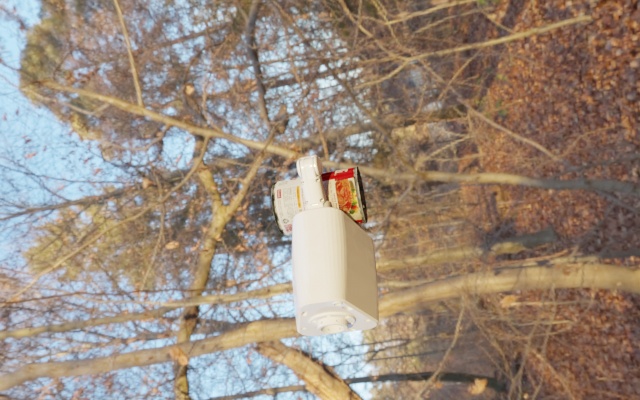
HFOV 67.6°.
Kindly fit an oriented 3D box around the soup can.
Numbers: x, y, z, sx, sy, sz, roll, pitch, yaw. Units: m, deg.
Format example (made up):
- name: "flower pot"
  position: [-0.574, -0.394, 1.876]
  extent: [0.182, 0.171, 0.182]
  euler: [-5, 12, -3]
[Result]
- name: "soup can"
  position: [0.000, 0.001, 0.569]
  extent: [0.102, 0.068, 0.068]
  euler: [-10, -2, 10]
